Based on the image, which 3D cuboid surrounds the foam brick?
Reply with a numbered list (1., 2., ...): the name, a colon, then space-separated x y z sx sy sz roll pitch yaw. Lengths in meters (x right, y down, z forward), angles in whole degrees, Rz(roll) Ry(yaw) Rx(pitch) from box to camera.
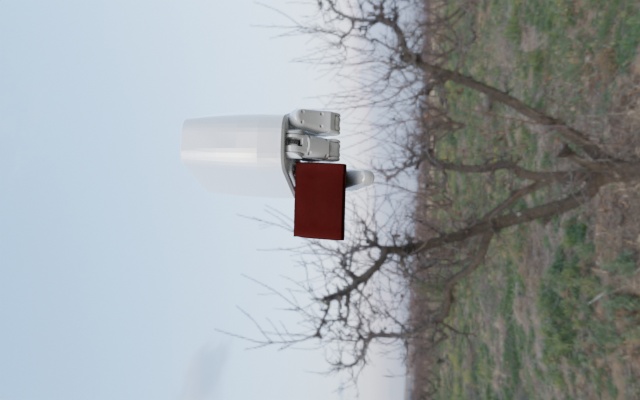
1. foam brick: 0.000 0.002 0.499 0.051 0.078 0.053 2 -3 1
